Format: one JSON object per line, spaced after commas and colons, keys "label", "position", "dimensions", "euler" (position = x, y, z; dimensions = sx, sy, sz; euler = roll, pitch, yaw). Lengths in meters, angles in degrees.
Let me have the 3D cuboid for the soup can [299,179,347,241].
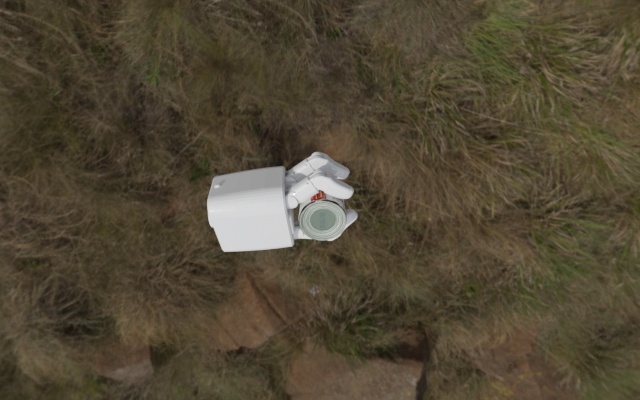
{"label": "soup can", "position": [0.001, 0.002, 0.691], "dimensions": [0.068, 0.068, 0.102], "euler": [0, 31, -4]}
